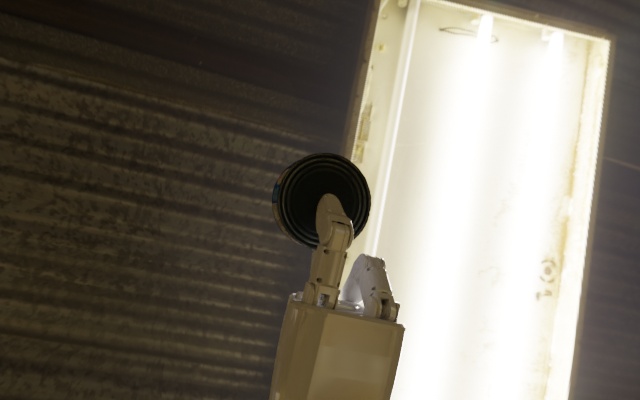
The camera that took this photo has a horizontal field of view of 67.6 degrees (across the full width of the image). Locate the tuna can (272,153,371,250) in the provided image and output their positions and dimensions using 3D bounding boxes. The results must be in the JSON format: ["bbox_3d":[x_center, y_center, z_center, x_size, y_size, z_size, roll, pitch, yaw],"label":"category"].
[{"bbox_3d":[0.000,0.001,0.431,0.086,0.086,0.034,0,-1,-17],"label":"tuna can"}]
